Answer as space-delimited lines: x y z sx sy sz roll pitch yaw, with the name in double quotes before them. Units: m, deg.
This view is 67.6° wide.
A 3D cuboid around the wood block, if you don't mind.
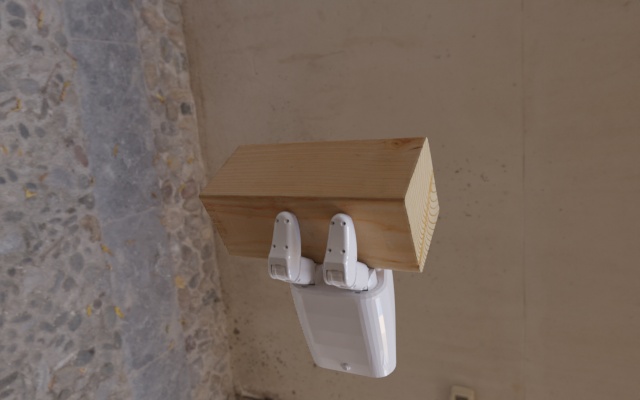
"wood block" 0.000 0.002 0.470 0.206 0.090 0.090 1 40 26
